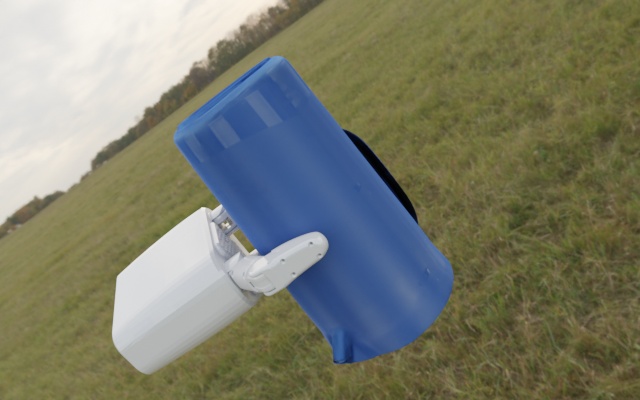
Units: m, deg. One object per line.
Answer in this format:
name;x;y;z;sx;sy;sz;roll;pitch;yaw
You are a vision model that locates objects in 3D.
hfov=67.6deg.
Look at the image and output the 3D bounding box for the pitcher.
pitcher;0.000;0.001;0.411;0.145;0.243;0.149;-37;19;2
